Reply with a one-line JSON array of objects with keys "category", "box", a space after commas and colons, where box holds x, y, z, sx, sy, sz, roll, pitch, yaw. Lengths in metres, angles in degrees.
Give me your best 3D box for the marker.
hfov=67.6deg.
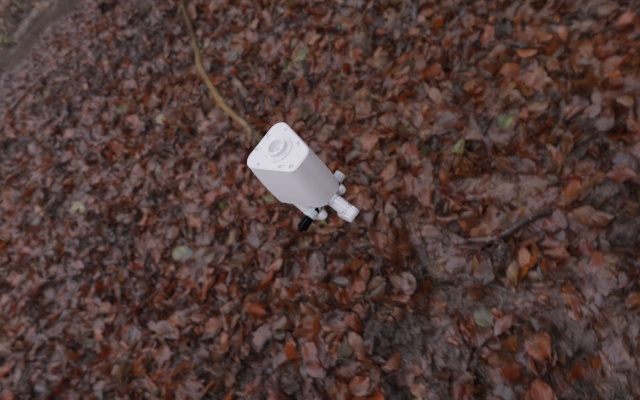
[{"category": "marker", "box": [0.000, 0.003, 0.800, 0.020, 0.121, 0.020, 35, -11, 8]}]
